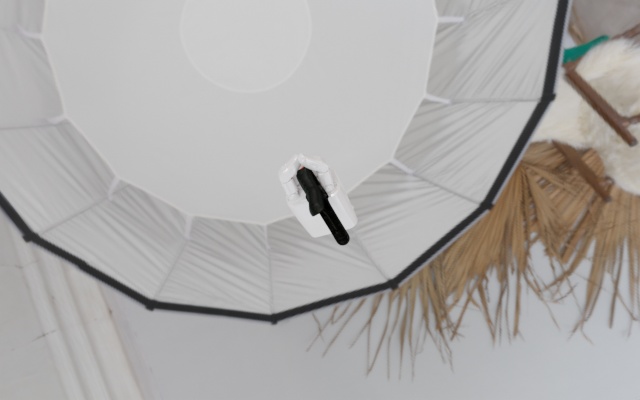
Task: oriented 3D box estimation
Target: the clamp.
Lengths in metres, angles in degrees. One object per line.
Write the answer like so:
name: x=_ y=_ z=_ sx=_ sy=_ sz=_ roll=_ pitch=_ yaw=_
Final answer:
clamp: x=0.000 y=0.003 z=0.851 sx=0.039 sy=0.120 sz=0.171 roll=-27 pitch=39 yaw=6
